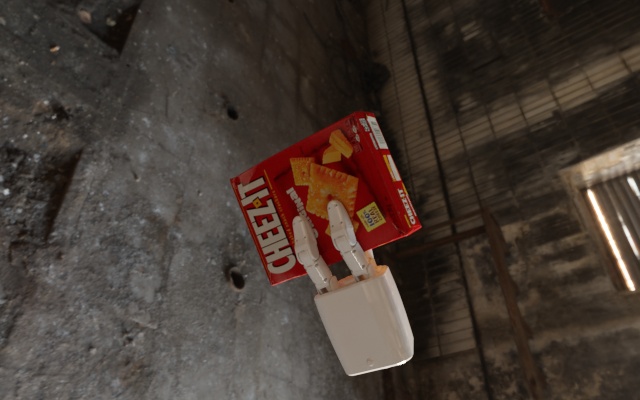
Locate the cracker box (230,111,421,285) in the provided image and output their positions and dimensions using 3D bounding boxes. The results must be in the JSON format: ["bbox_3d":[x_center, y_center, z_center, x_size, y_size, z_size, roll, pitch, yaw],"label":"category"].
[{"bbox_3d":[0.000,0.002,0.635,0.214,0.164,0.072,-24,-5,27],"label":"cracker box"}]
